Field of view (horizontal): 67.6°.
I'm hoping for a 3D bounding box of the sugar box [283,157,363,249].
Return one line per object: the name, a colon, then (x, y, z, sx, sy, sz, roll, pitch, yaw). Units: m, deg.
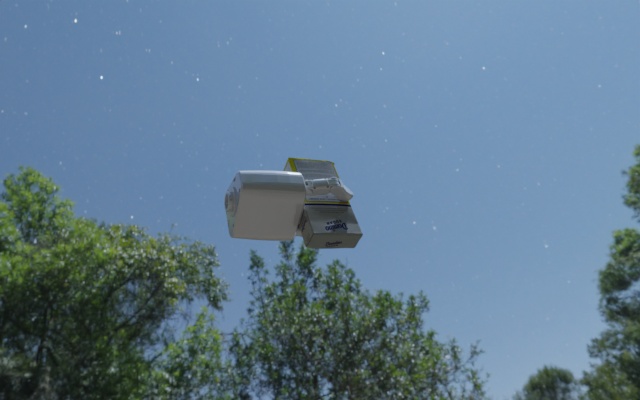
sugar box: (0.000, 0.003, 0.825, 0.093, 0.176, 0.048, 3, -41, -25)
